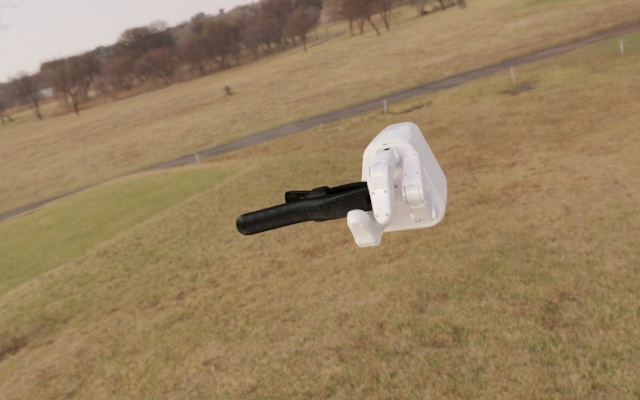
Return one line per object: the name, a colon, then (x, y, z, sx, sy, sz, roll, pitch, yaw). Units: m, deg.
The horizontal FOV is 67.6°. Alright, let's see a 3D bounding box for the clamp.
clamp: (0.000, 0.001, 0.550, 0.171, 0.039, 0.120, -9, 18, 21)
